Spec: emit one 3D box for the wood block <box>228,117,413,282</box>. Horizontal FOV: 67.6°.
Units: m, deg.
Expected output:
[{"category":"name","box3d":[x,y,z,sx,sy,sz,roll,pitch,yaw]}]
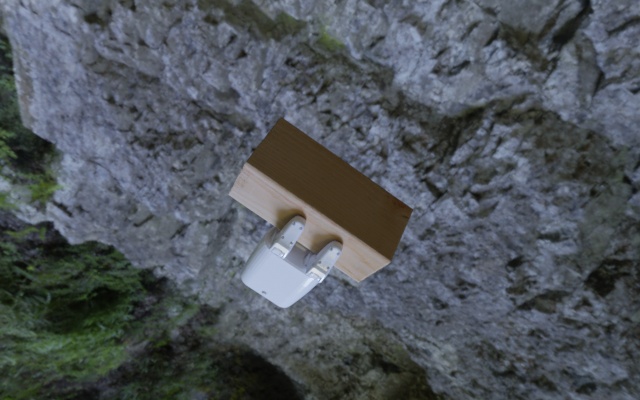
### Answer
[{"category":"wood block","box3d":[0.000,0.002,0.613,0.206,0.090,0.090,34,-35,-6]}]
